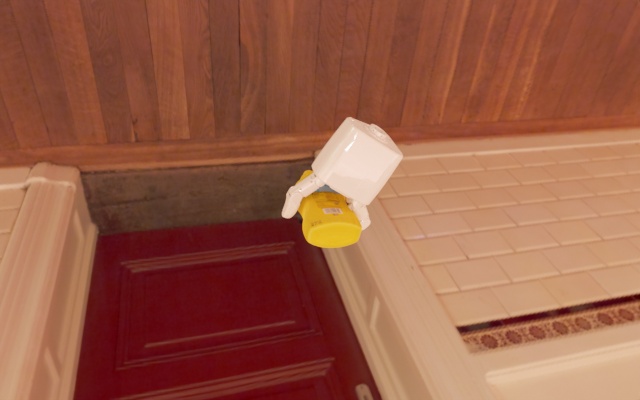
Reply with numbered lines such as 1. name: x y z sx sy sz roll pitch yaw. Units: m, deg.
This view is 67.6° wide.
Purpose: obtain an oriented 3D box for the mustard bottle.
1. mustard bottle: 0.000 0.003 0.858 0.096 0.058 0.191 -1 36 -18
